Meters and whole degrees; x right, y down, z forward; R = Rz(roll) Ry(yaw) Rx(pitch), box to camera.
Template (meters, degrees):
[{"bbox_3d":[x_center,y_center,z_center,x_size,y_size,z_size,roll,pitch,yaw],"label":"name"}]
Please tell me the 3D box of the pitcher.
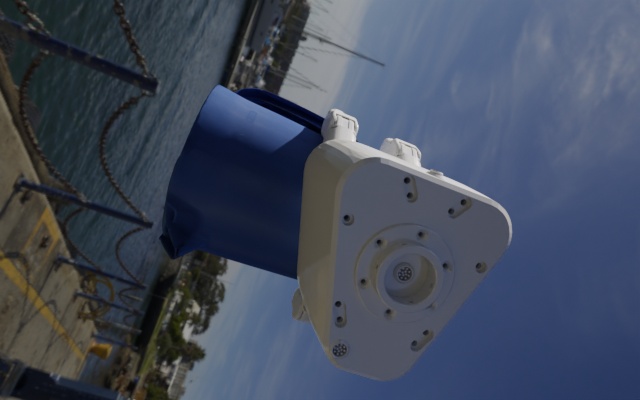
[{"bbox_3d":[0.000,0.001,0.412,0.243,0.149,0.145,21,5,-10],"label":"pitcher"}]
